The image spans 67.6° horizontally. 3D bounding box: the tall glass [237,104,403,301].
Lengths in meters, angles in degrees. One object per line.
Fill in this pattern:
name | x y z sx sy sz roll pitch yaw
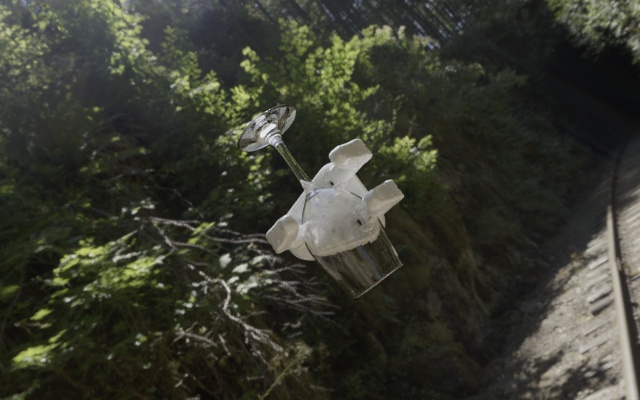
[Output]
tall glass | 0.000 0.001 0.489 0.079 0.201 0.079 -34 -12 -8
